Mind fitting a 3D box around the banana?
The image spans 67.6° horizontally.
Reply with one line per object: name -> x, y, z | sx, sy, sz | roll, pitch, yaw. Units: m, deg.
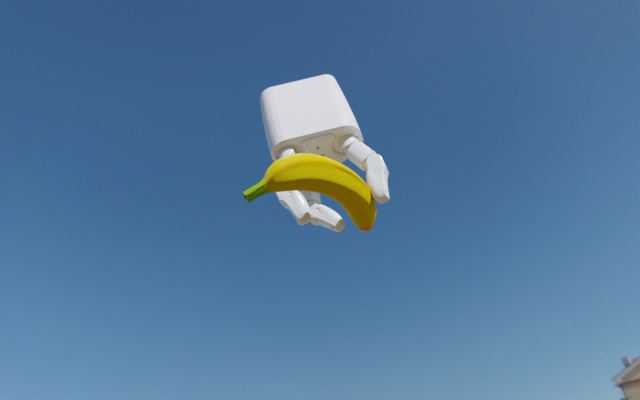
banana -> 0.010, -0.010, 0.519 | 0.198, 0.037, 0.070 | 18, -52, -44
